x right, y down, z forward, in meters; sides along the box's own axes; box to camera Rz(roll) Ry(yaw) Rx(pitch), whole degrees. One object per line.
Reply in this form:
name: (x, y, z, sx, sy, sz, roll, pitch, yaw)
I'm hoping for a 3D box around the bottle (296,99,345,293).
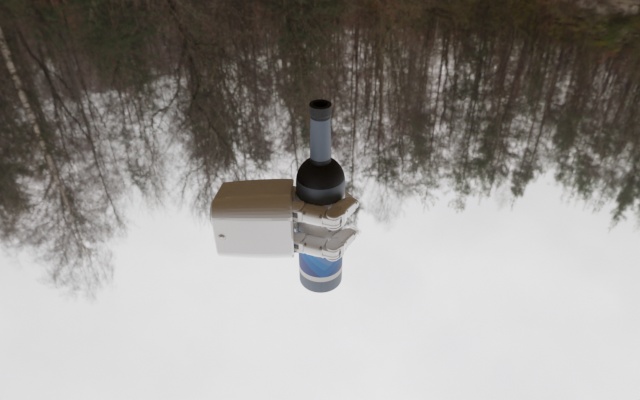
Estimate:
bottle: (0.000, 0.002, 0.661, 0.069, 0.296, 0.069, 0, 36, 0)
